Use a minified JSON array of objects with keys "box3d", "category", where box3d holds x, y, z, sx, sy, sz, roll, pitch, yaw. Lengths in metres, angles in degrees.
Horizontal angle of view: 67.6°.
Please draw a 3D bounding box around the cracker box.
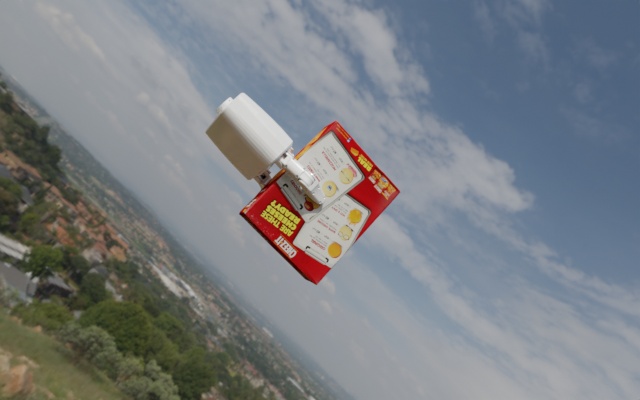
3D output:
[{"box3d":[0.000,0.002,0.785,0.213,0.164,0.072,-46,11,-14],"category":"cracker box"}]
